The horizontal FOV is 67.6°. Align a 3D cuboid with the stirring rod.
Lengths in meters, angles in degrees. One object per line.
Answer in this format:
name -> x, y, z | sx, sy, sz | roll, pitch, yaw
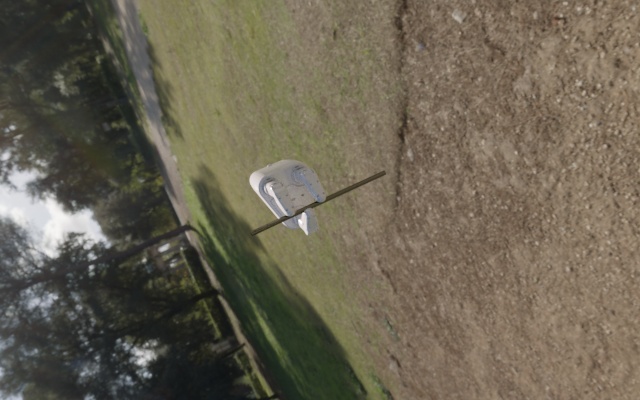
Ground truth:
stirring rod -> 0.000, 0.002, 0.761 | 0.239, 0.011, 0.011 | -25, 6, -14
